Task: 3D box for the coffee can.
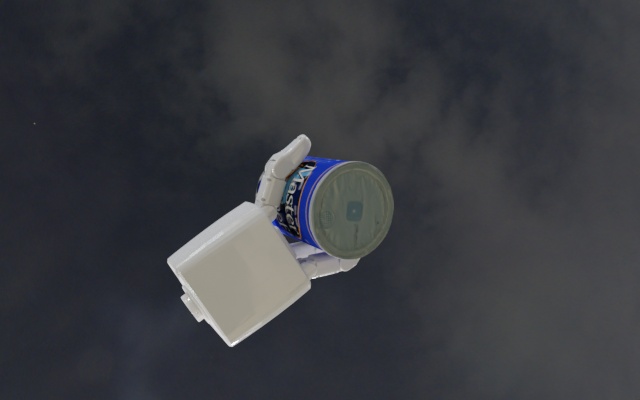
[{"bbox_3d":[0.000,0.002,0.548,0.103,0.103,0.140,0,8,-31],"label":"coffee can"}]
